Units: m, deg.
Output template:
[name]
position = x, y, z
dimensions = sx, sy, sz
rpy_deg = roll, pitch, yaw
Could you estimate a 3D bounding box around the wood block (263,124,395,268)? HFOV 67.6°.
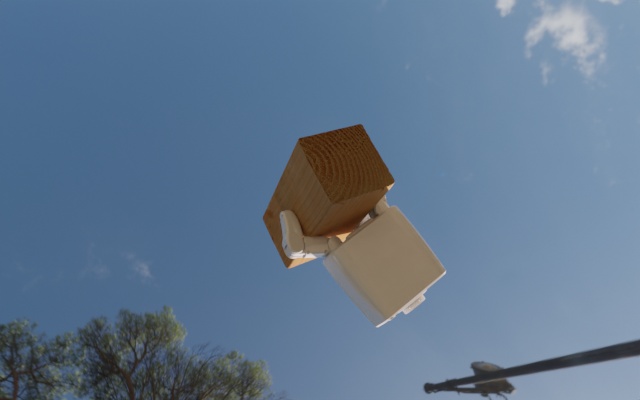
[wood block]
position = 0.000, 0.003, 0.626
dimensions = 0.091, 0.090, 0.206
rpy_deg = -18, -20, -27
